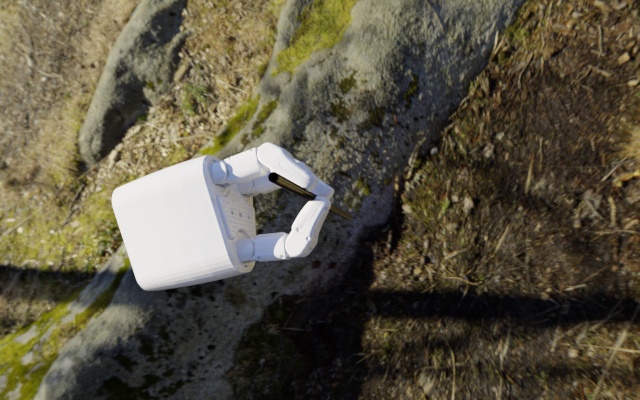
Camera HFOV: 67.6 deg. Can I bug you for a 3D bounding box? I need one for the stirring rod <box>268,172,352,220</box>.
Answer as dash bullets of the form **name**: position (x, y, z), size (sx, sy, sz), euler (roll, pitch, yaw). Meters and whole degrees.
- **stirring rod**: position (0.000, 0.002, 0.460), size (0.011, 0.011, 0.239), euler (0, -9, 17)
